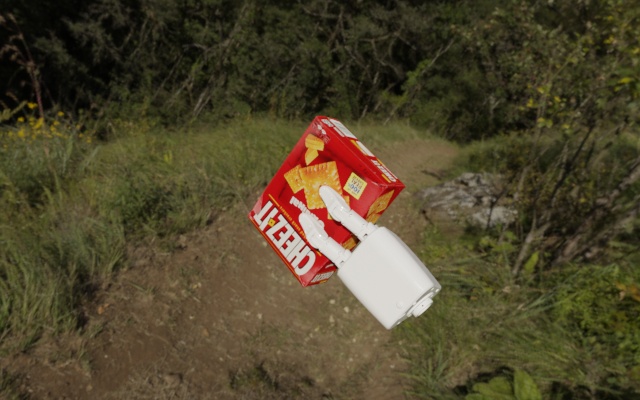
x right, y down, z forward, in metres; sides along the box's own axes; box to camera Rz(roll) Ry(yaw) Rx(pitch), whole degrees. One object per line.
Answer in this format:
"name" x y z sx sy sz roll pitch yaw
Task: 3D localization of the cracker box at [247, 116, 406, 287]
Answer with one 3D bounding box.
"cracker box" 0.000 0.002 0.743 0.164 0.214 0.072 48 25 24
